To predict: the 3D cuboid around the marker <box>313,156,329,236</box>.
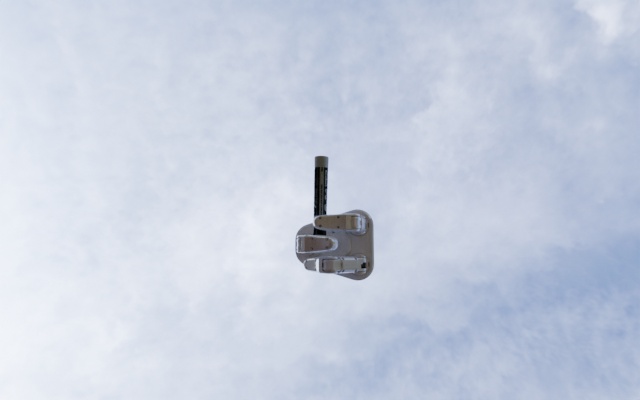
[{"bbox_3d":[0.000,0.002,0.628,0.020,0.121,0.020,1,-6,0],"label":"marker"}]
